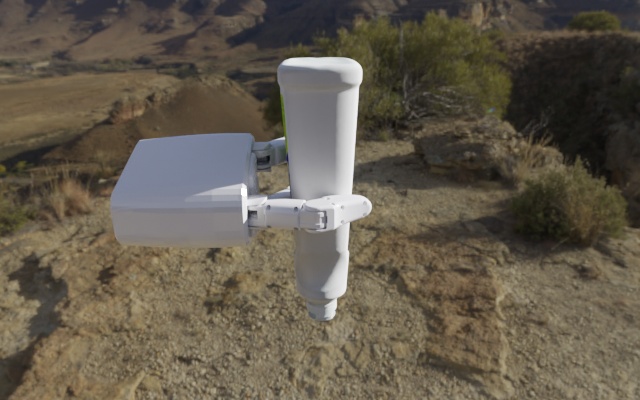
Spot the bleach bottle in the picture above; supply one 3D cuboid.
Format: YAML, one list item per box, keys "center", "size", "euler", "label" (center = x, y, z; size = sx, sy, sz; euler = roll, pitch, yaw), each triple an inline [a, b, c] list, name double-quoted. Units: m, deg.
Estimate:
- center: [0.000, 0.001, 0.440]
  size: [0.068, 0.251, 0.102]
  euler: [-1, 20, -1]
  label: "bleach bottle"
